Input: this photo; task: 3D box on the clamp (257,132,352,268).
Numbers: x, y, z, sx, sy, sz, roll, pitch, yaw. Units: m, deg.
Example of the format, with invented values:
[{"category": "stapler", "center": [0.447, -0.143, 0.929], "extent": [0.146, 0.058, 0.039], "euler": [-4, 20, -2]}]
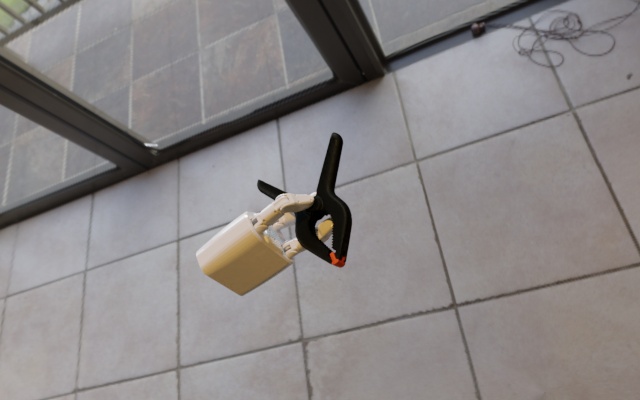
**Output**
[{"category": "clamp", "center": [0.000, 0.003, 0.739], "extent": [0.164, 0.210, 0.036], "euler": [-37, -31, 13]}]
